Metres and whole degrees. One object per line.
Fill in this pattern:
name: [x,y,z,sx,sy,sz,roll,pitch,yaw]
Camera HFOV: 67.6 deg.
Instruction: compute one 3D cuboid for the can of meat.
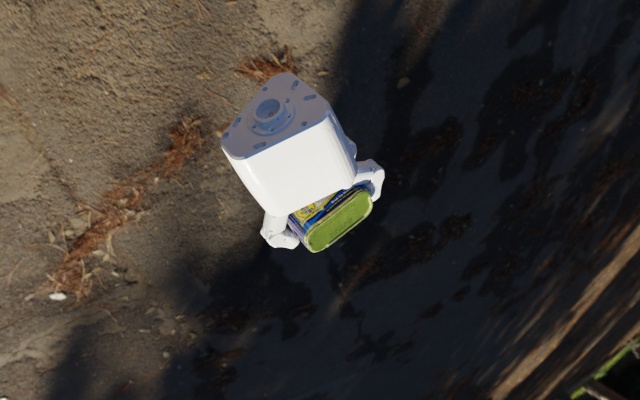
can of meat: [0.000,0.002,0.579,0.084,0.102,0.057,45,-13,35]
